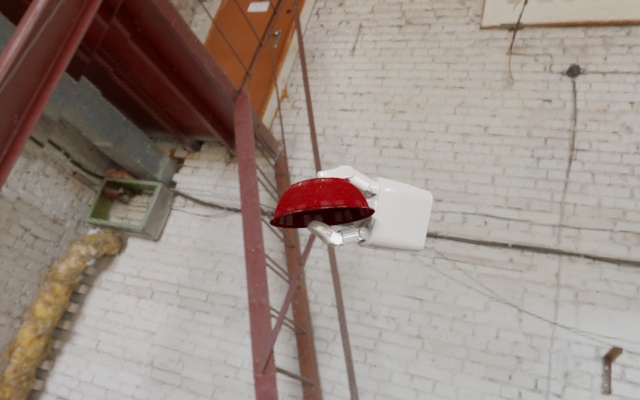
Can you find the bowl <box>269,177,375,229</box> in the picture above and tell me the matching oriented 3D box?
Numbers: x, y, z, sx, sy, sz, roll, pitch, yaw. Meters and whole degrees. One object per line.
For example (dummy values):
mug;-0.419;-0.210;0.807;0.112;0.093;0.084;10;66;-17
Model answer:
bowl;-0.001;0.002;0.731;0.162;0.055;0.162;-6;-12;-1
